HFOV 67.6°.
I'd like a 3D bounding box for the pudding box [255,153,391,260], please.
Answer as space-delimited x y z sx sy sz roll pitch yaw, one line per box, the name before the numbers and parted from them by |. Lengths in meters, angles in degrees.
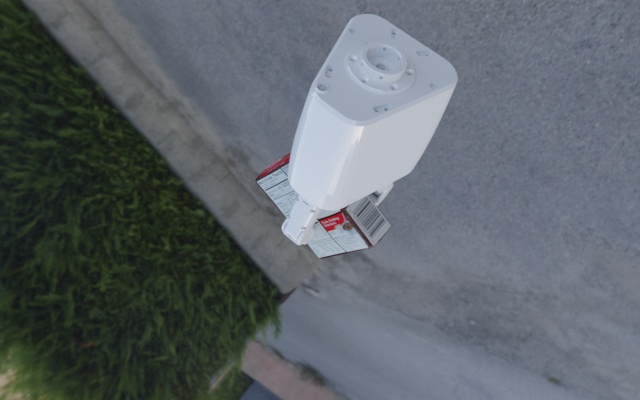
pudding box | 0.000 0.002 0.465 0.039 0.113 0.090 -45 14 -33
